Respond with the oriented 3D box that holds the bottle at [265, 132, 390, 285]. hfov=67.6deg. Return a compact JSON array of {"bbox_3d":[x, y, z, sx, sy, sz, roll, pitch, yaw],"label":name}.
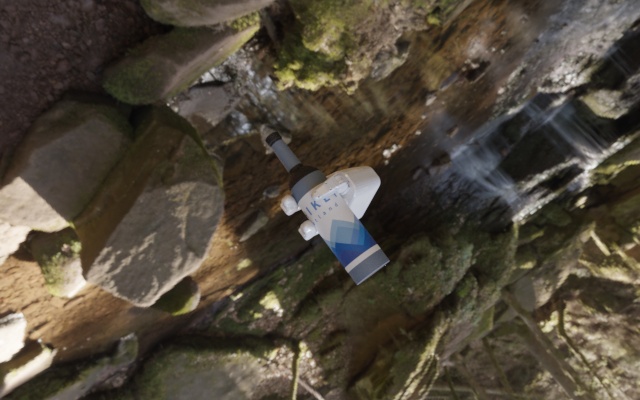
[{"bbox_3d":[0.000,0.003,0.807,0.069,0.295,0.069,-35,-12,-9],"label":"bottle"}]
